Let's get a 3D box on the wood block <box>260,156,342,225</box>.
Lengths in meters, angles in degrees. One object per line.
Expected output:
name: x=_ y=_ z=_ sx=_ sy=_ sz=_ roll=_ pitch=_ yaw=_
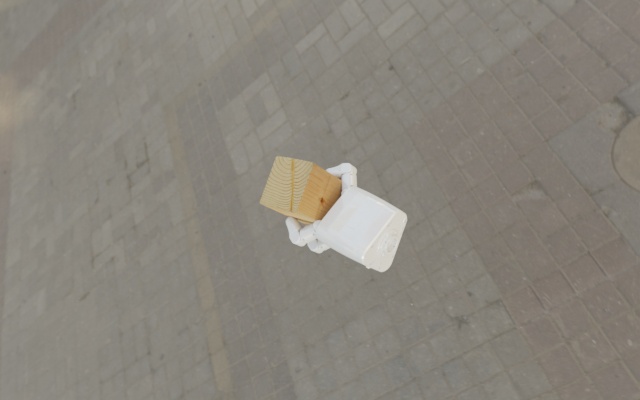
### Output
wood block: x=0.000 y=0.003 z=0.873 sx=0.090 sy=0.091 sz=0.206 roll=13 pitch=-10 yaw=39
